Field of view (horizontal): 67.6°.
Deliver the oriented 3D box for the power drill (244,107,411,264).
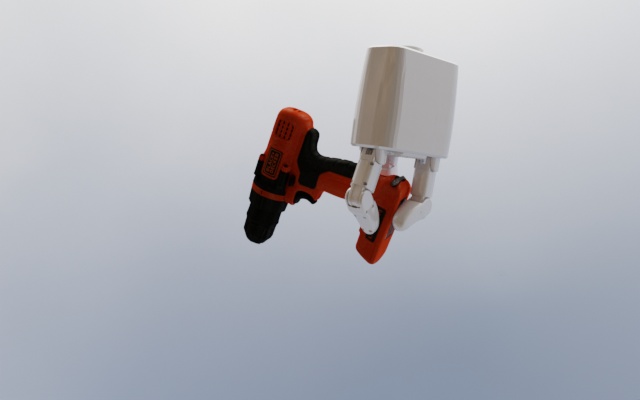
[{"bbox_3d":[0.001,0.002,0.581,0.187,0.184,0.057,26,22,16],"label":"power drill"}]
